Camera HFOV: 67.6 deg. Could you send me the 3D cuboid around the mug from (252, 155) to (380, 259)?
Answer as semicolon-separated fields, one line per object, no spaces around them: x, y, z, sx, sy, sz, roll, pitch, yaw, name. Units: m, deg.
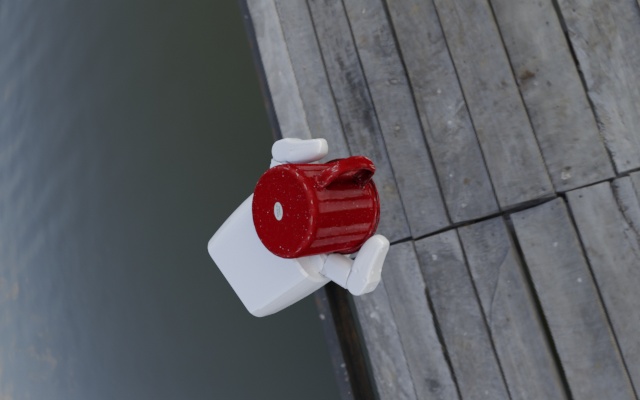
0.001;0.001;0.422;0.081;0.093;0.117;-4;-29;-47;mug
